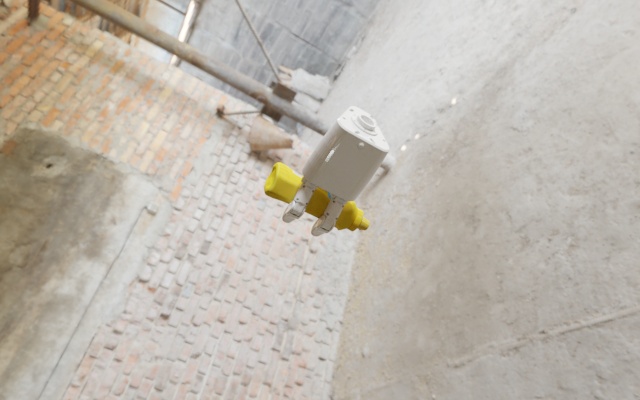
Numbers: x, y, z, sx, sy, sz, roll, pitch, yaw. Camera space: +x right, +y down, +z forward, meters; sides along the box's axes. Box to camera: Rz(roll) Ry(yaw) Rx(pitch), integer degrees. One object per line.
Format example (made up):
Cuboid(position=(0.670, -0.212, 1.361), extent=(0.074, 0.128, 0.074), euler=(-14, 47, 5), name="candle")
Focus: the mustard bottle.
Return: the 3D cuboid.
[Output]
Cuboid(position=(0.000, 0.003, 0.815), extent=(0.191, 0.058, 0.096), euler=(27, 7, -15), name="mustard bottle")
